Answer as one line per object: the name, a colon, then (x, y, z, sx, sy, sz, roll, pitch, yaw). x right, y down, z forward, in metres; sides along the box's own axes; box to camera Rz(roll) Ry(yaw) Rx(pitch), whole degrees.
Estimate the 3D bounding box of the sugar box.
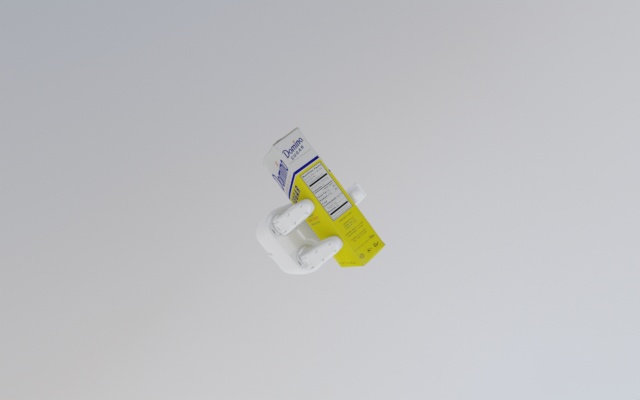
sugar box: (0.000, 0.002, 0.593, 0.048, 0.176, 0.093, -40, 2, -18)
